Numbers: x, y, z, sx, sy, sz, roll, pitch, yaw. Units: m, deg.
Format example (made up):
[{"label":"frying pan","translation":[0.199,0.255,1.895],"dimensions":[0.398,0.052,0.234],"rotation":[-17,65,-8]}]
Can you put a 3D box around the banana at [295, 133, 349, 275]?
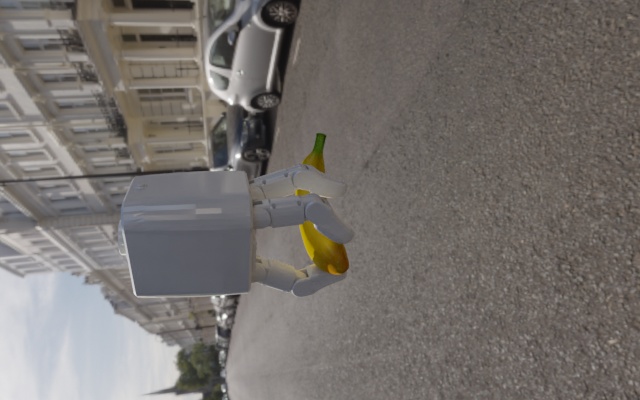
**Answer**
[{"label":"banana","translation":[-0.003,0.012,0.517],"dimensions":[0.037,0.197,0.070],"rotation":[1,-44,-12]}]
